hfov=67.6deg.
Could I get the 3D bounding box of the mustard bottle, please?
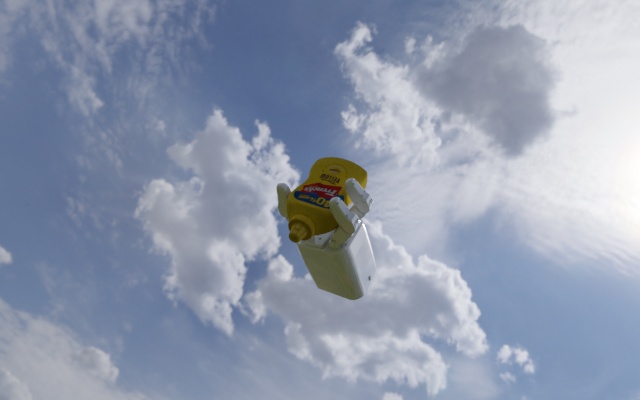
[{"bbox_3d":[0.000,0.002,0.760,0.096,0.058,0.191,18,41,16],"label":"mustard bottle"}]
